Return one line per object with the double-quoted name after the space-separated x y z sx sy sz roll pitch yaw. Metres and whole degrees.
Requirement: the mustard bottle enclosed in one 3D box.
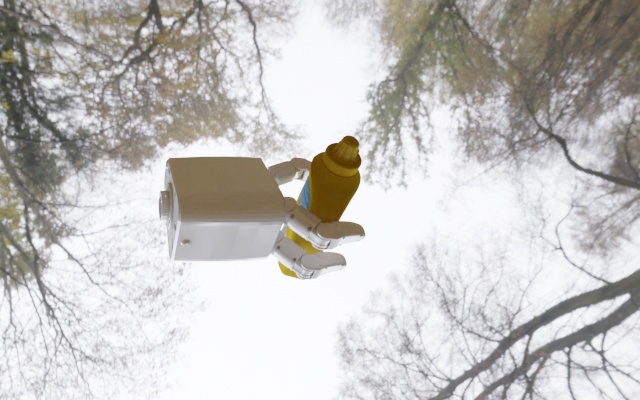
0.000 0.002 0.550 0.058 0.096 0.192 18 -47 -8 "mustard bottle"
